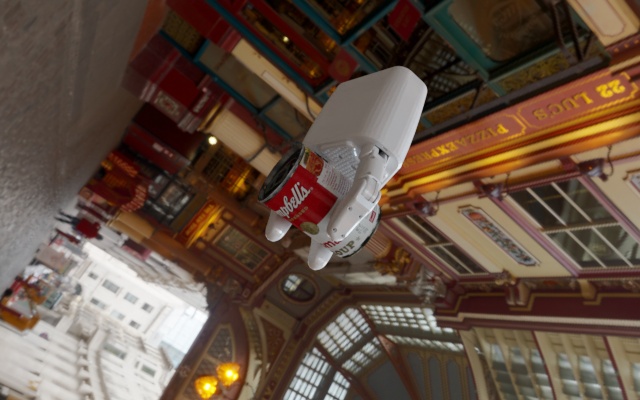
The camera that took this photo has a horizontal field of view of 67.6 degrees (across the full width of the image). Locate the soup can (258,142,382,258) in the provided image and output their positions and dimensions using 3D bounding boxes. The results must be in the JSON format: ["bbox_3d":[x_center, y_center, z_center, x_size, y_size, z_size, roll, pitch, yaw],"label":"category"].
[{"bbox_3d":[0.000,0.002,0.462,0.102,0.068,0.068,37,-14,-19],"label":"soup can"}]
